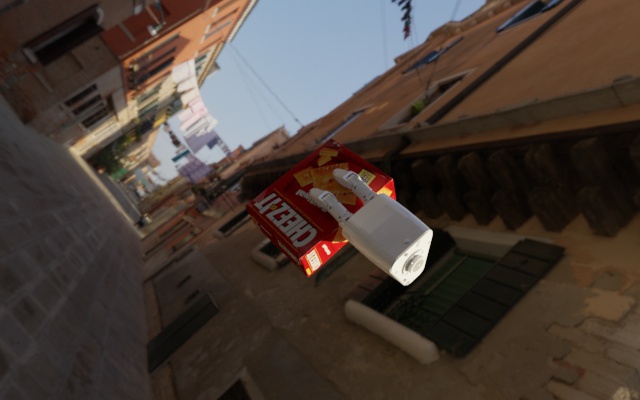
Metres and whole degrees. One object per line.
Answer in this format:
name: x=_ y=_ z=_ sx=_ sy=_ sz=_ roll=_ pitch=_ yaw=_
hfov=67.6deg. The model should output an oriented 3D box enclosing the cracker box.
cracker box: x=0.000 y=0.003 z=0.848 sx=0.164 sy=0.213 sz=0.072 roll=39 pitch=-19 yaw=35
